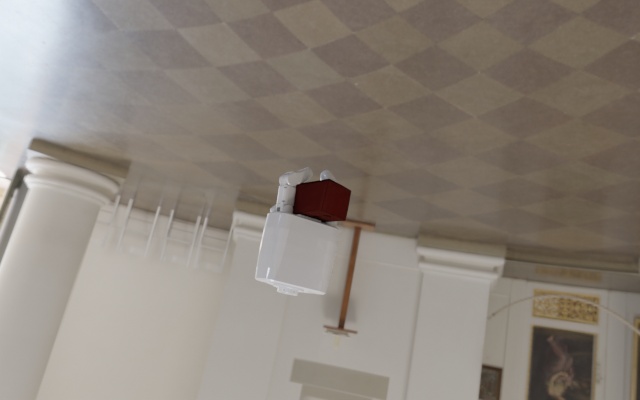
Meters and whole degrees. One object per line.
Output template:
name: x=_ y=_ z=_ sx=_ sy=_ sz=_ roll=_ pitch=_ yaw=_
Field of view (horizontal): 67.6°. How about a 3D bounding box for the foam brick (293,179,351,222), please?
foam brick: x=0.000 y=0.002 z=0.739 sx=0.053 sy=0.051 sz=0.078 roll=25 pitch=-20 yaw=-37
